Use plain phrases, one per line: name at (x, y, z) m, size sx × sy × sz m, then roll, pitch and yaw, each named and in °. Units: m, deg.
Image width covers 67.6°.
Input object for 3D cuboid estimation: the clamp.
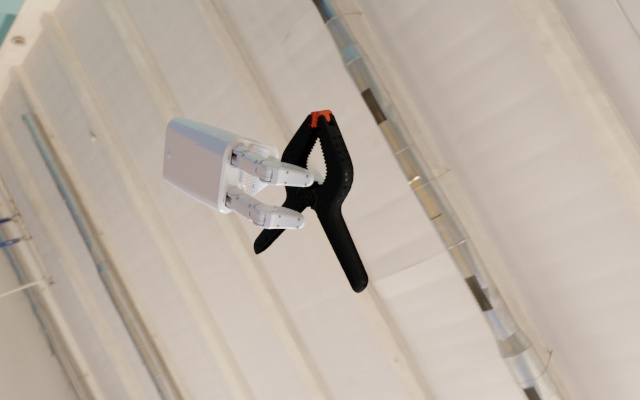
clamp at (0.000, 0.001, 0.564) m, size 0.164 × 0.210 × 0.036 m, roll 23°, pitch 25°, yaw 24°
